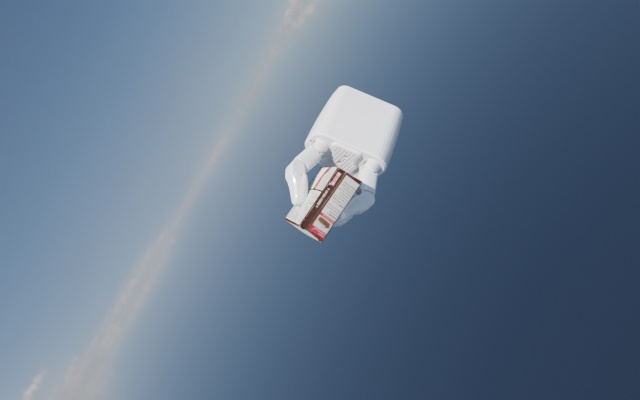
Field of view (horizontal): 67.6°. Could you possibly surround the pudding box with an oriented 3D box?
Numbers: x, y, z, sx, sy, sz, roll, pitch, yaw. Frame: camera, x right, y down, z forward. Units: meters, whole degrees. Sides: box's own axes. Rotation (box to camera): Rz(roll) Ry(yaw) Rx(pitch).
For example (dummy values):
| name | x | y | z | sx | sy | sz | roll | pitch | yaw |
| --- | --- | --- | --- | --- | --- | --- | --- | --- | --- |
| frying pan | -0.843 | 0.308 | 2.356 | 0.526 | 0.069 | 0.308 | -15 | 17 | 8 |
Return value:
| name | x | y | z | sx | sy | sz | roll | pitch | yaw |
| --- | --- | --- | --- | --- | --- | --- | --- | --- | --- |
| pudding box | 0.000 | 0.002 | 0.616 | 0.039 | 0.090 | 0.113 | 34 | -5 | -11 |
